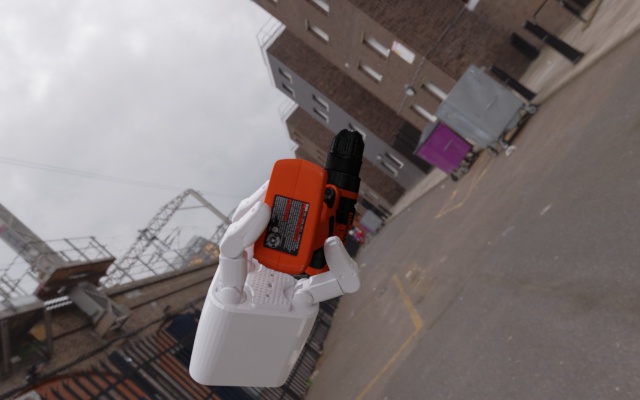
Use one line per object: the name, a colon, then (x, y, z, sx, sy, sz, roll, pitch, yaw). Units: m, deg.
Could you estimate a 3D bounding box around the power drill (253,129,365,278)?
power drill: (0.000, 0.002, 0.516, 0.057, 0.184, 0.187, 12, 2, 17)
